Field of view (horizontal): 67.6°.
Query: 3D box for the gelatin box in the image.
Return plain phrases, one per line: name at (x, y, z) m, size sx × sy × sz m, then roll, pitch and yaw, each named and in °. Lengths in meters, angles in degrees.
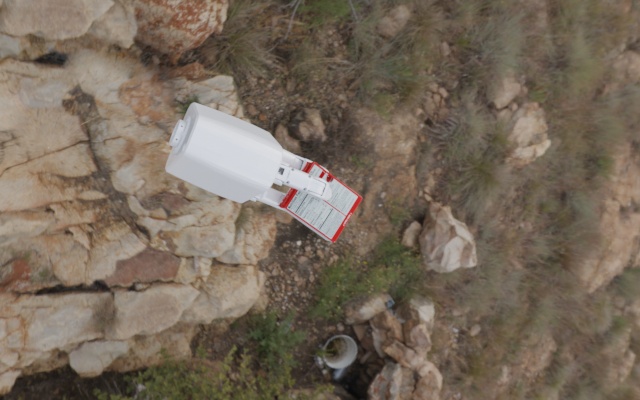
gelatin box at (0.001, 0.002, 0.636) m, size 0.089 × 0.073 × 0.030 m, roll 36°, pitch -10°, yaw -19°
